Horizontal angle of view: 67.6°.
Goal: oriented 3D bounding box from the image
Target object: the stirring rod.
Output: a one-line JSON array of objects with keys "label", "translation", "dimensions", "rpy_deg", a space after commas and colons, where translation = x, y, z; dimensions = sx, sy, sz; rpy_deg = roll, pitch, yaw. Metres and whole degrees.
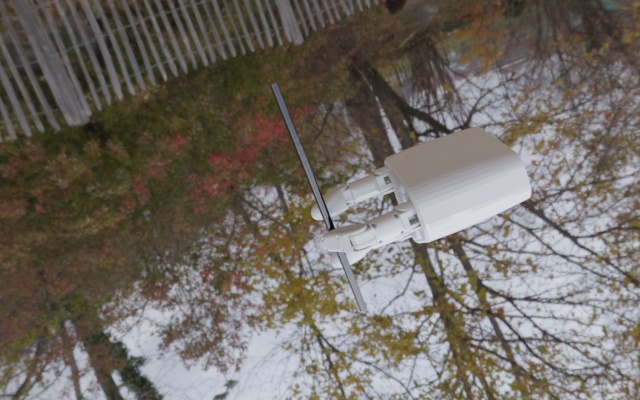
[{"label": "stirring rod", "translation": [0.000, 0.001, 0.468], "dimensions": [0.011, 0.239, 0.011], "rpy_deg": [-21, 10, 4]}]
